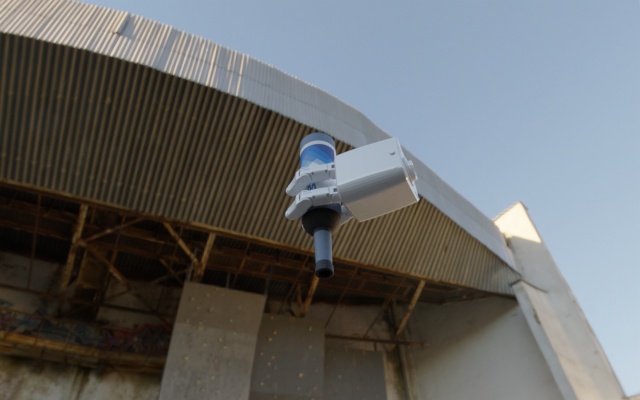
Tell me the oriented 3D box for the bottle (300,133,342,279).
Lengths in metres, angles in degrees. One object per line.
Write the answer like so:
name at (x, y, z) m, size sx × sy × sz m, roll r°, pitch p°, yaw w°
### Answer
bottle at (0.000, 0.002, 0.802) m, size 0.069 × 0.295 × 0.069 m, roll -2°, pitch -44°, yaw -2°
